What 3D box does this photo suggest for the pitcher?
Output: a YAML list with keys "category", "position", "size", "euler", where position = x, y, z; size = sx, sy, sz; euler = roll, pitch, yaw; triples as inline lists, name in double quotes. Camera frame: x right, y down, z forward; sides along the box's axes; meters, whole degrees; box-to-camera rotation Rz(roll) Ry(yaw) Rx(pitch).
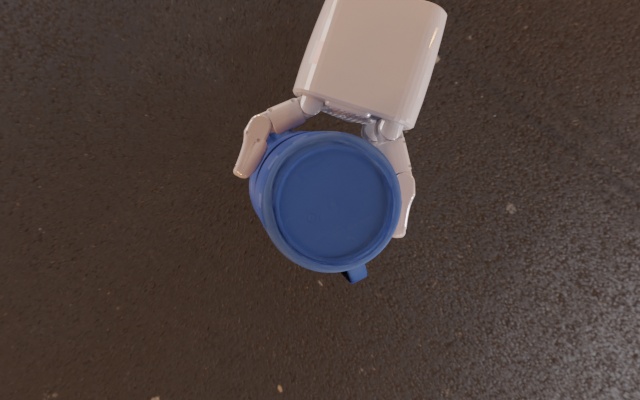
- category: "pitcher"
  position: [0.000, 0.001, 0.471]
  size: [0.149, 0.145, 0.243]
  euler: [20, 3, -9]
